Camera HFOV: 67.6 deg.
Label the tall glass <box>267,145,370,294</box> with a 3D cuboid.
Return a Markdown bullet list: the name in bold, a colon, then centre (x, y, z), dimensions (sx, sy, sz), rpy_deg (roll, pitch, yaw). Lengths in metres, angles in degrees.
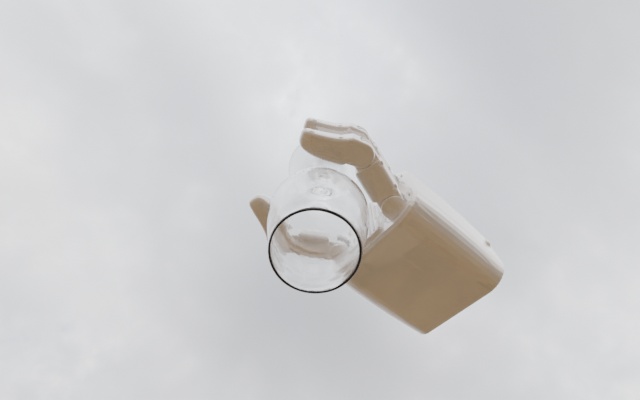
- **tall glass**: centre (0.000, 0.001, 0.403), dimensions (0.079, 0.079, 0.201), rpy_deg (0, 19, 3)
